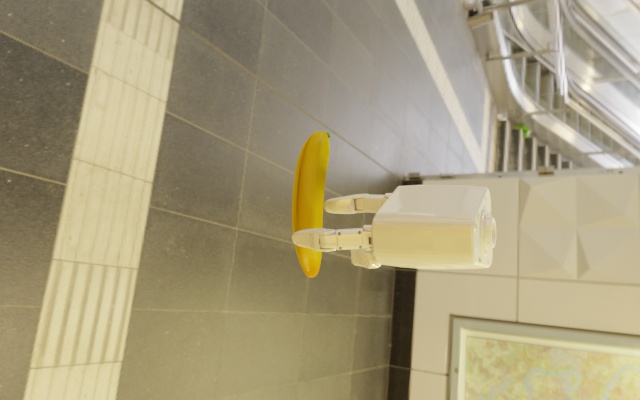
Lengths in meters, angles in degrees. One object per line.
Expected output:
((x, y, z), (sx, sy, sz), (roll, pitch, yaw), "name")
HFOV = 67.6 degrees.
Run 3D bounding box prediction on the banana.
((-0.008, -0.007, 0.592), (0.037, 0.197, 0.070), (-1, -18, 29), "banana")
